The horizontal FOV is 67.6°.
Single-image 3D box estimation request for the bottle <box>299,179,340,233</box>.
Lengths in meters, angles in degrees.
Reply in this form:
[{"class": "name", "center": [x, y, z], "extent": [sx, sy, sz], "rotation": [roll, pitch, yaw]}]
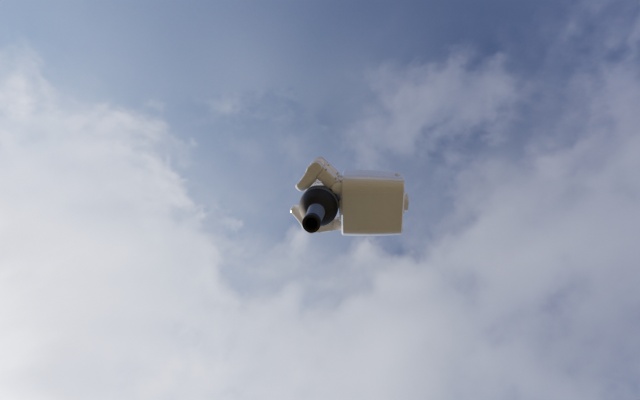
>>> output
[{"class": "bottle", "center": [0.000, 0.003, 0.832], "extent": [0.069, 0.069, 0.295], "rotation": [0, 12, 5]}]
